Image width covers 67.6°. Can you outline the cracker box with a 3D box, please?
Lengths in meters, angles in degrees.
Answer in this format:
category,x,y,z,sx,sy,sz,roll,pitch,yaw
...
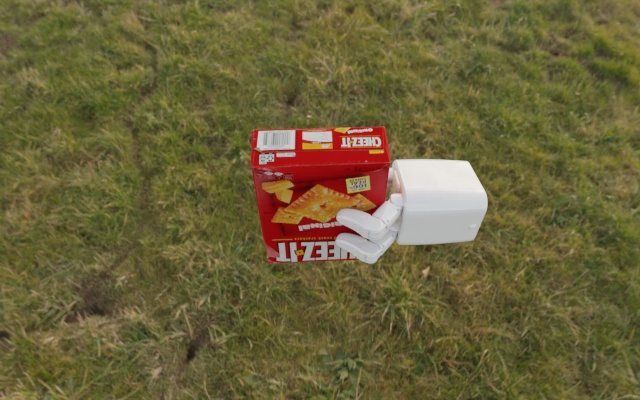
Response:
category,x,y,z,sx,sy,sz,roll,pitch,yaw
cracker box,0.000,0.002,0.640,0.164,0.072,0.214,-1,-39,-1
